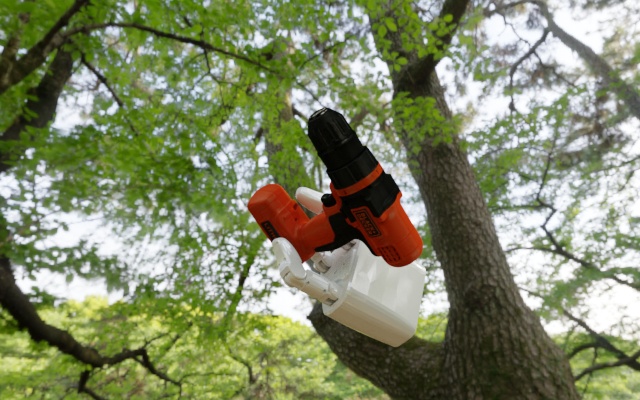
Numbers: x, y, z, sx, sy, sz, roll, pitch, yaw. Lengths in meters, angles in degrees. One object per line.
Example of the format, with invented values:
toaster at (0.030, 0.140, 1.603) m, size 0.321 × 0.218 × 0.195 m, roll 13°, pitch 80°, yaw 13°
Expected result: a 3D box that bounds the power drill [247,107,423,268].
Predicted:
power drill at (0.000, 0.002, 0.528) m, size 0.188 × 0.184 × 0.057 m, roll -15°, pitch 23°, yaw 48°
